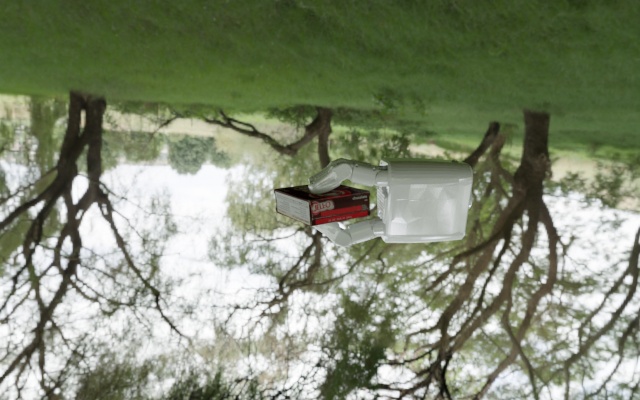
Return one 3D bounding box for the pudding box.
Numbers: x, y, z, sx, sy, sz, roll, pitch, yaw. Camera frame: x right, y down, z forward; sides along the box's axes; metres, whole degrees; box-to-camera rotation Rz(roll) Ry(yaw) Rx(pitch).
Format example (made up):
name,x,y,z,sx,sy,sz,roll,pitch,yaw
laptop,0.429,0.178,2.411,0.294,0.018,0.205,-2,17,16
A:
name,x,y,z,sx,sy,sz,roll,pitch,yaw
pudding box,0.000,0.002,0.642,0.090,0.039,0.113,-8,10,-28
